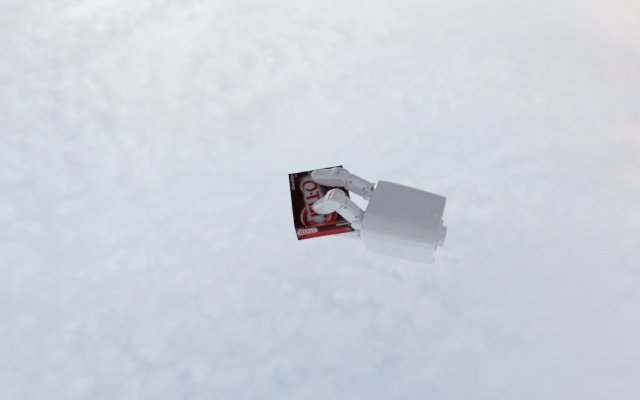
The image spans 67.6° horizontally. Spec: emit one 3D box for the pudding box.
[{"bbox_3d":[0.000,0.003,0.739,0.090,0.113,0.039,-9,-40,-1],"label":"pudding box"}]
